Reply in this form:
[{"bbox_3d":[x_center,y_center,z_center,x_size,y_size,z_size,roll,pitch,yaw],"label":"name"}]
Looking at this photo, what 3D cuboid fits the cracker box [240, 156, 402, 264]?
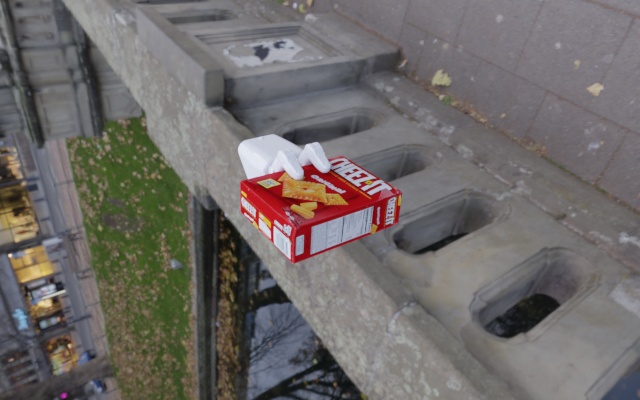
[{"bbox_3d":[0.000,0.003,0.783,0.213,0.072,0.164,-18,37,-32],"label":"cracker box"}]
